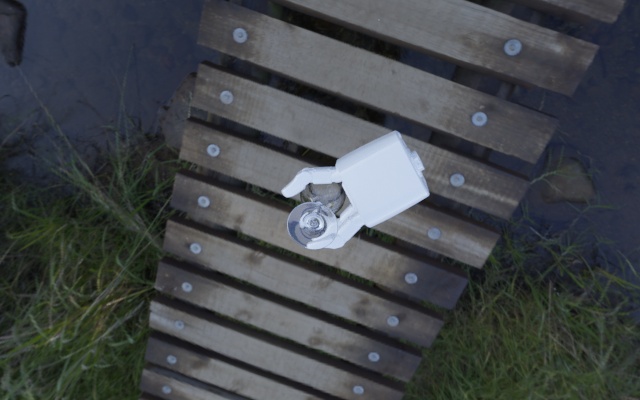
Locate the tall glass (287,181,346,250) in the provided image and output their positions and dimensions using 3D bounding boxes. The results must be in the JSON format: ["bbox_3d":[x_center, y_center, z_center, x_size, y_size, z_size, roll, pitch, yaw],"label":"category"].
[{"bbox_3d":[0.000,0.003,0.779,0.079,0.079,0.201,0,20,7],"label":"tall glass"}]
